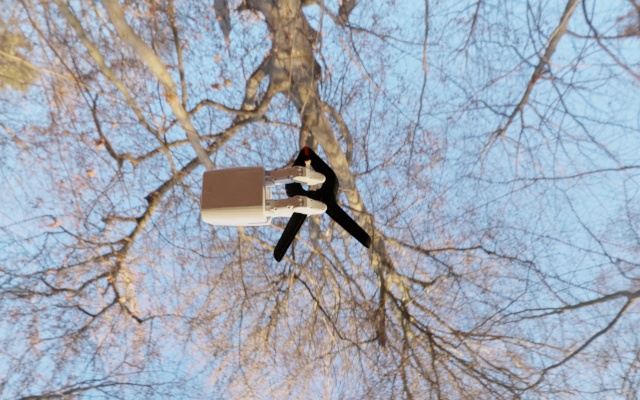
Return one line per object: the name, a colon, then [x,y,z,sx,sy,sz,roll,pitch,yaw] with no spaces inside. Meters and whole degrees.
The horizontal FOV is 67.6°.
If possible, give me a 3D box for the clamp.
clamp: [0.000,0.003,0.829,0.164,0.210,0.036,-2,-24,-2]
